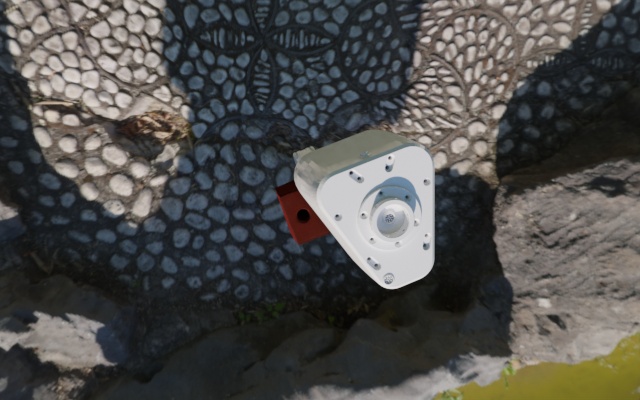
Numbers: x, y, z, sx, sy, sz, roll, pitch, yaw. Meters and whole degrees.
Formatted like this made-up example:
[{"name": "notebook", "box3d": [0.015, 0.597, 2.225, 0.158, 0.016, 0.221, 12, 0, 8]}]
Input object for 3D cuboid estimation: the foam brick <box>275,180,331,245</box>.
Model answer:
[{"name": "foam brick", "box3d": [0.000, 0.002, 0.476, 0.078, 0.053, 0.051, -22, 15, -5]}]
